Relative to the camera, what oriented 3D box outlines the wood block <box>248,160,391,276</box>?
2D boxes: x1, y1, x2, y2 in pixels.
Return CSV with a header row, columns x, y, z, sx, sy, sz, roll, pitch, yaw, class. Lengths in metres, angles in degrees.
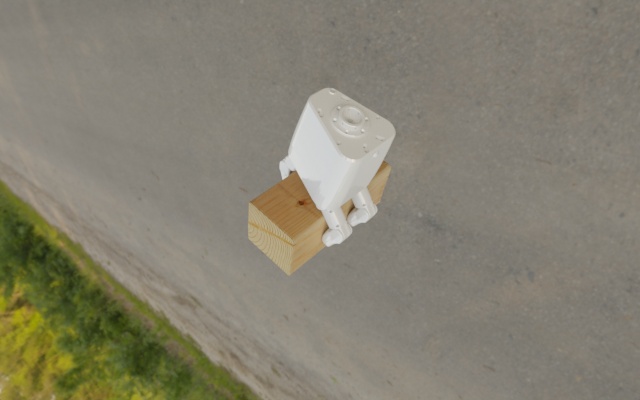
x,y,z,sx,sy,sz,roll,pitch,yaw,class
0.000,0.002,0.710,0.090,0.090,0.206,39,55,22,wood block
